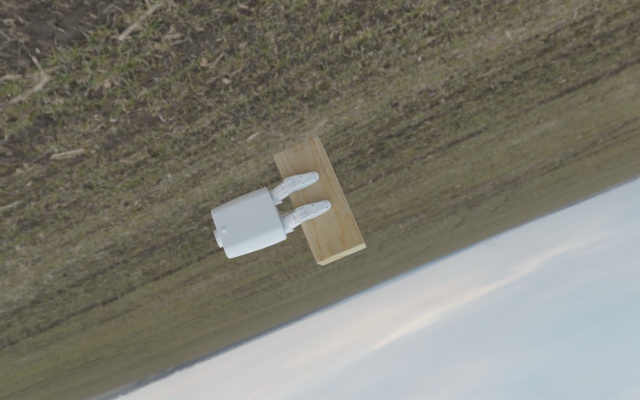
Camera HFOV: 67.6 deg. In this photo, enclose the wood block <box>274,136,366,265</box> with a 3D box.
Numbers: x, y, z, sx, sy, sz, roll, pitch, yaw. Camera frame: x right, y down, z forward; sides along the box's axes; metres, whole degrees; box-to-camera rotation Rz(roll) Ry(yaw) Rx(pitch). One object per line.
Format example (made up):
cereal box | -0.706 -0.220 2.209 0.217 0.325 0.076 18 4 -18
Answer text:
wood block | 0.000 0.003 0.860 0.090 0.206 0.091 -23 -12 3
